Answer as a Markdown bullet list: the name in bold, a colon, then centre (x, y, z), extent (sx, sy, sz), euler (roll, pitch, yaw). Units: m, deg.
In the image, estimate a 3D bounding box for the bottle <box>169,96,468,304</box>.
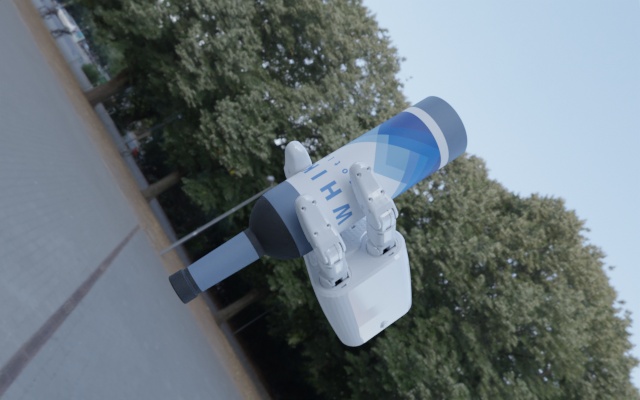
- **bottle**: centre (0.000, 0.001, 0.438), extent (0.295, 0.069, 0.069), euler (-32, 8, -13)
